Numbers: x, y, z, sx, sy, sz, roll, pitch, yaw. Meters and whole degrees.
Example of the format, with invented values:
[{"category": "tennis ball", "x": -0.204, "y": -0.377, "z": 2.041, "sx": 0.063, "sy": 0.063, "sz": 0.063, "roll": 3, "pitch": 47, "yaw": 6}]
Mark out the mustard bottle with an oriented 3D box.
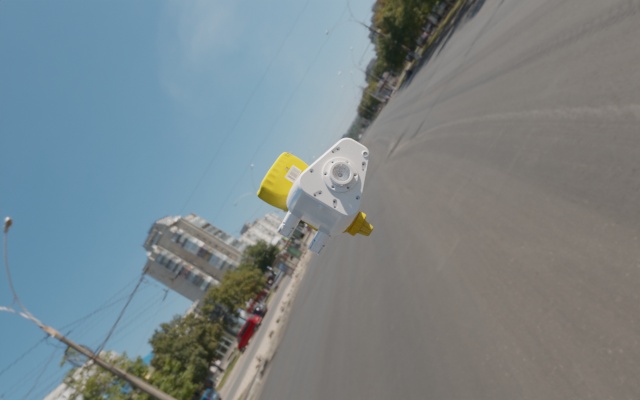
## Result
[{"category": "mustard bottle", "x": 0.000, "y": 0.003, "z": 0.779, "sx": 0.191, "sy": 0.096, "sz": 0.058, "roll": 30, "pitch": -43, "yaw": -1}]
